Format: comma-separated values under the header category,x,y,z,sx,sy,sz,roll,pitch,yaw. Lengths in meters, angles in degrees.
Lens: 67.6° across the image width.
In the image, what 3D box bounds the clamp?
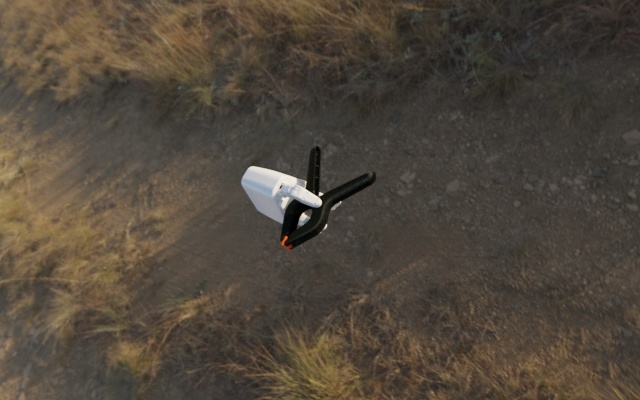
category,x,y,z,sx,sy,sz,roll,pitch,yaw
clamp,-0.001,0.003,0.888,0.164,0.210,0.036,21,-14,39
